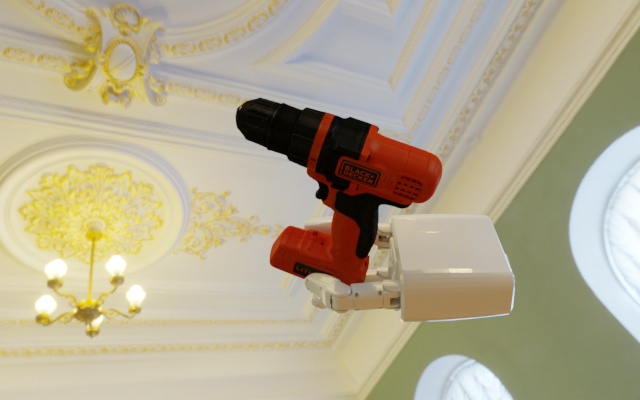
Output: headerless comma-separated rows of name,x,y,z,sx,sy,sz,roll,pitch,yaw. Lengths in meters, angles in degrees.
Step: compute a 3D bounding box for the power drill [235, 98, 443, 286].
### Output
power drill,0.000,0.002,0.459,0.184,0.188,0.057,21,46,4
